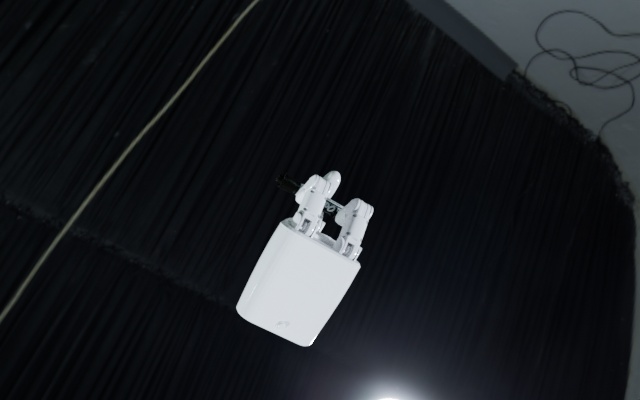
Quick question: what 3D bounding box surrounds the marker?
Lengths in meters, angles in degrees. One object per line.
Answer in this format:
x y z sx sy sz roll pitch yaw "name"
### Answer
0.000 0.002 0.575 0.121 0.020 0.020 30 -9 -15 "marker"
